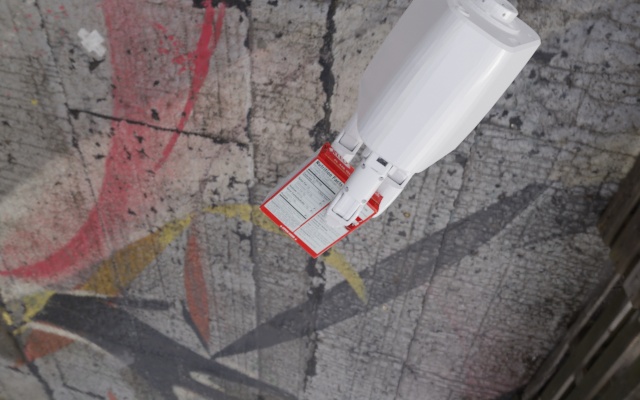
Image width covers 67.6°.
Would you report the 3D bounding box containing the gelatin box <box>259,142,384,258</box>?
[{"bbox_3d":[0.000,0.002,0.433,0.089,0.073,0.030,-39,15,33],"label":"gelatin box"}]
